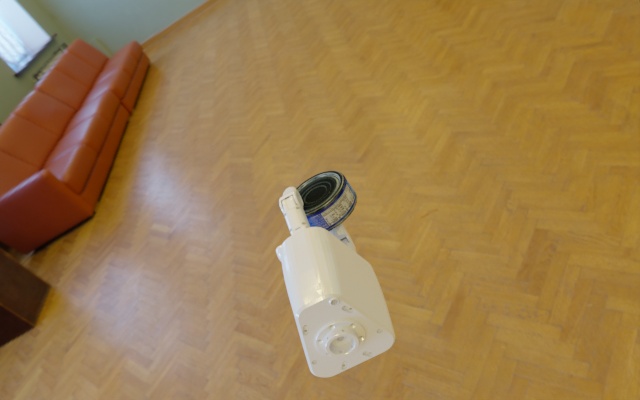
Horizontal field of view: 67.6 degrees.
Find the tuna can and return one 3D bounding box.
[{"bbox_3d":[0.000,0.001,0.592,0.086,0.034,0.086,-25,30,16],"label":"tuna can"}]
